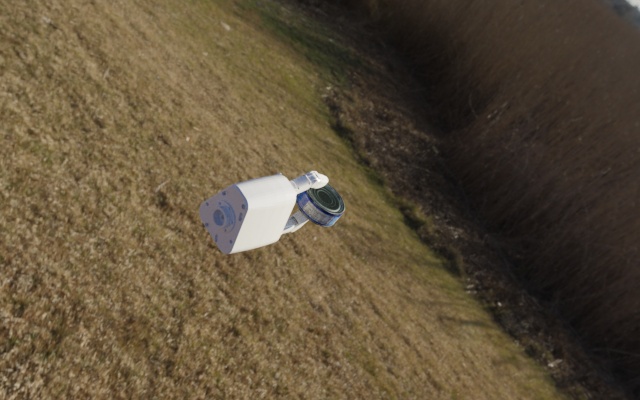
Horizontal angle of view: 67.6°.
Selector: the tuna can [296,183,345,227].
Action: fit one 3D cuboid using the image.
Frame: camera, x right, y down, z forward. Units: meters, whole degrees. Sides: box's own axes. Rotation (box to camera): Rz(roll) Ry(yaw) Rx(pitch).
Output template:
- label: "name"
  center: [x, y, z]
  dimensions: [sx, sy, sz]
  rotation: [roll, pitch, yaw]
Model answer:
- label: "tuna can"
  center: [0.000, 0.002, 0.828]
  dimensions: [0.086, 0.086, 0.034]
  rotation: [0, -41, -49]
